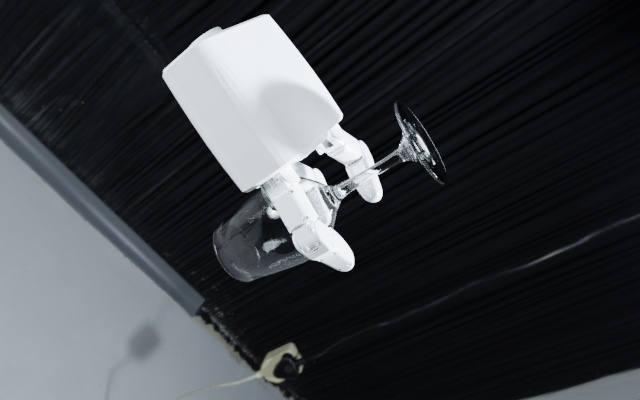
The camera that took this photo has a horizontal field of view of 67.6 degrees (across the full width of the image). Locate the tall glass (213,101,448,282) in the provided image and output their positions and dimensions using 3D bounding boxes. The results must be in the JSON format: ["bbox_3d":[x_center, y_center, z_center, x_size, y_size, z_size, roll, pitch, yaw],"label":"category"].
[{"bbox_3d":[0.001,0.001,0.406,0.201,0.079,0.079,-31,-14,24],"label":"tall glass"}]
